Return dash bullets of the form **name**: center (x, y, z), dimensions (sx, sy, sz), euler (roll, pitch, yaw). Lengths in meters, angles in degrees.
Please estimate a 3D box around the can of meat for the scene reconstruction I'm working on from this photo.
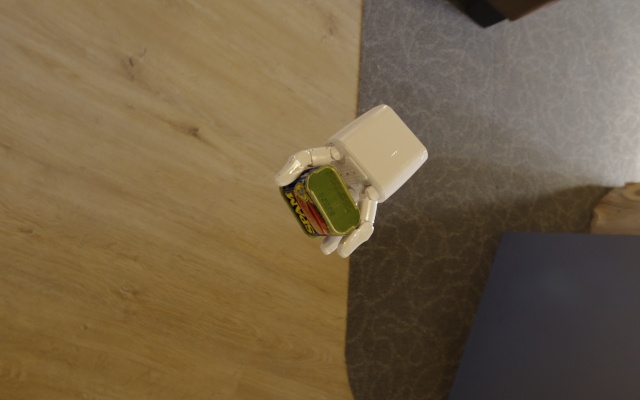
- **can of meat**: center (0.000, 0.002, 0.660), dimensions (0.057, 0.102, 0.084), euler (-36, 13, -25)
